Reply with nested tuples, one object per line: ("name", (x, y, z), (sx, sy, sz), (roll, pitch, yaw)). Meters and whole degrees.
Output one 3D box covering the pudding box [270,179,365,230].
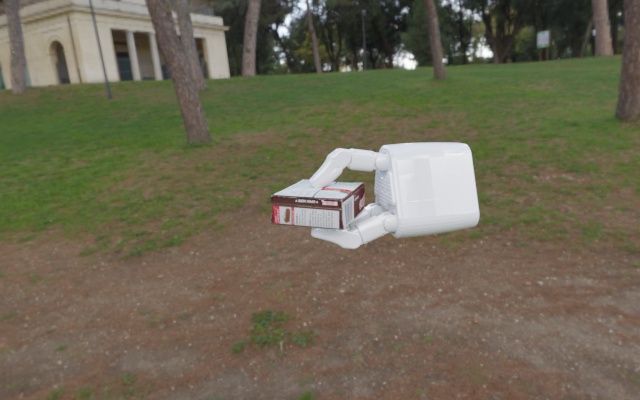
("pudding box", (0.000, 0.002, 0.590), (0.090, 0.039, 0.113), (3, 12, 17))
